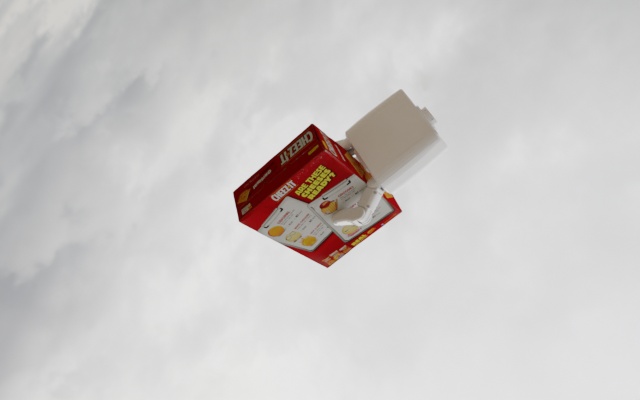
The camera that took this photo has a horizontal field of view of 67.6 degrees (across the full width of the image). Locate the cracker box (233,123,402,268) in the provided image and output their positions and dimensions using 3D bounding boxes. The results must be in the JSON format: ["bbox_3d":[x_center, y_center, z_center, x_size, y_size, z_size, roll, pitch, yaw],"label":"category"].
[{"bbox_3d":[0.000,0.003,0.732,0.164,0.072,0.214,-39,-44,17],"label":"cracker box"}]
